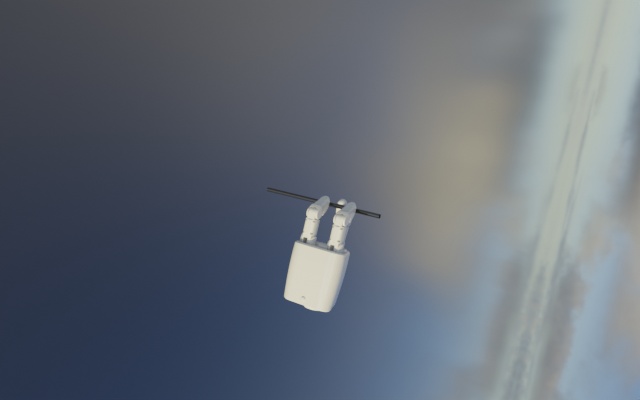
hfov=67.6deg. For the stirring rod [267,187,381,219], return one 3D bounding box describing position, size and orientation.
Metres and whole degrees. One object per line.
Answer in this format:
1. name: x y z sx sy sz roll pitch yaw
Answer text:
1. stirring rod: 0.000 0.003 0.900 0.239 0.011 0.011 14 6 26
